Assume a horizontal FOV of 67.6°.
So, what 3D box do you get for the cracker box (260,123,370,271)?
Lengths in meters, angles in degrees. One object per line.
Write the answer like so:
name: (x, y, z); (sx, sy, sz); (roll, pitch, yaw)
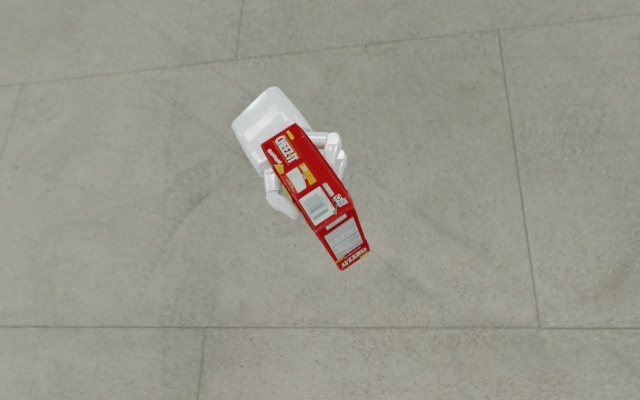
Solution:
cracker box: (0.000, 0.002, 0.747); (0.072, 0.164, 0.214); (-33, -25, -2)
